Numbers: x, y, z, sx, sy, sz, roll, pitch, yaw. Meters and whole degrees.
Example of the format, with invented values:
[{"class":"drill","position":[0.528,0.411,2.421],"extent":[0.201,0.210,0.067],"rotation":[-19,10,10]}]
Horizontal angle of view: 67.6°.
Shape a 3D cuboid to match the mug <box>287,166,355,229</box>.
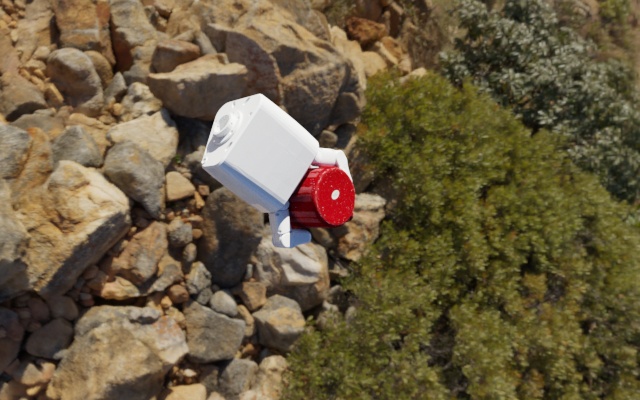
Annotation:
[{"class":"mug","position":[0.001,0.003,0.659],"extent":[0.081,0.093,0.117],"rotation":[-2,-30,45]}]
